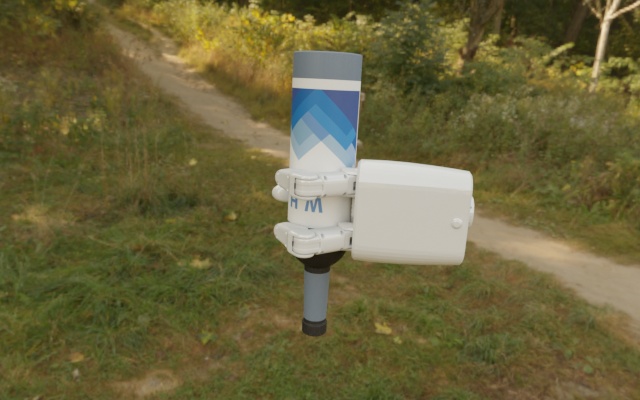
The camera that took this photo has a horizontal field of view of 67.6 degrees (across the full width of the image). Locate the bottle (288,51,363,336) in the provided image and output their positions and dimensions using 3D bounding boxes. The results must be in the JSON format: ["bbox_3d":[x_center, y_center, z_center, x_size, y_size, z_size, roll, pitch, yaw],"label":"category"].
[{"bbox_3d":[0.000,0.001,0.494,0.069,0.296,0.069,3,14,-1],"label":"bottle"}]
